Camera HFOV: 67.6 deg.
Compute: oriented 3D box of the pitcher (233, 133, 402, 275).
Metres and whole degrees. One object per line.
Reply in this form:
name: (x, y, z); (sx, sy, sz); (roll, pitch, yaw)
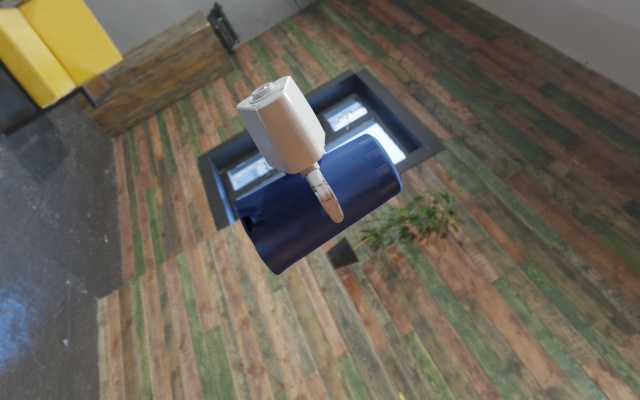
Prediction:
pitcher: (0.000, 0.002, 0.751); (0.243, 0.145, 0.149); (-31, 25, 0)
